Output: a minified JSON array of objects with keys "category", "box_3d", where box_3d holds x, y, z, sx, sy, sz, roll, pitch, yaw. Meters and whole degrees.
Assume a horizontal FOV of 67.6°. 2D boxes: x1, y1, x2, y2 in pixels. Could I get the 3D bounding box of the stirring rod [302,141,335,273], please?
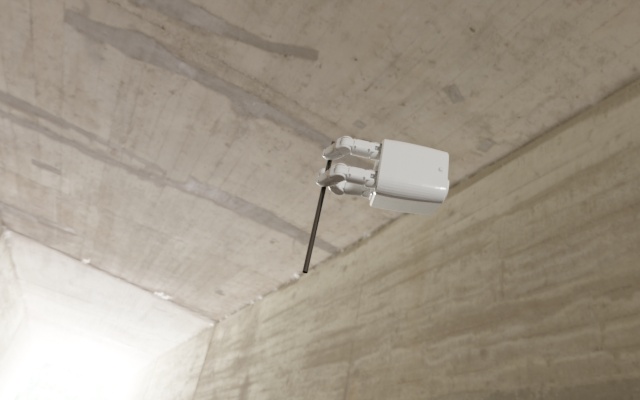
[{"category":"stirring rod","box_3d":[0.000,0.003,0.744,0.011,0.239,0.011,9,-32,6]}]
